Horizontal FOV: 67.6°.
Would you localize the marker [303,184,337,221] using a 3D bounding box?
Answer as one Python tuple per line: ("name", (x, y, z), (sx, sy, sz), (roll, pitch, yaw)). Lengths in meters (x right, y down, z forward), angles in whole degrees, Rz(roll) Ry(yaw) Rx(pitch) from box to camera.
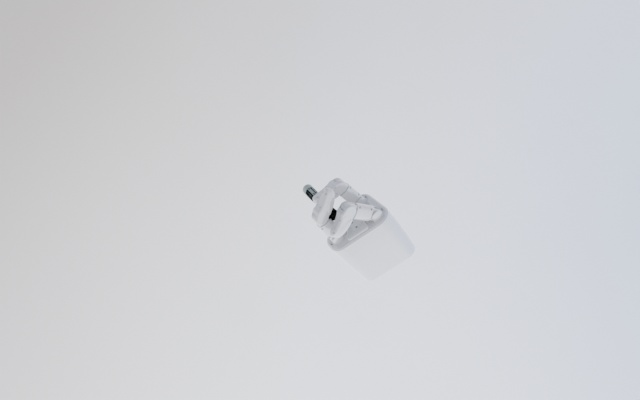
("marker", (0.000, 0.003, 0.805), (0.020, 0.020, 0.121), (0, 23, -25))
